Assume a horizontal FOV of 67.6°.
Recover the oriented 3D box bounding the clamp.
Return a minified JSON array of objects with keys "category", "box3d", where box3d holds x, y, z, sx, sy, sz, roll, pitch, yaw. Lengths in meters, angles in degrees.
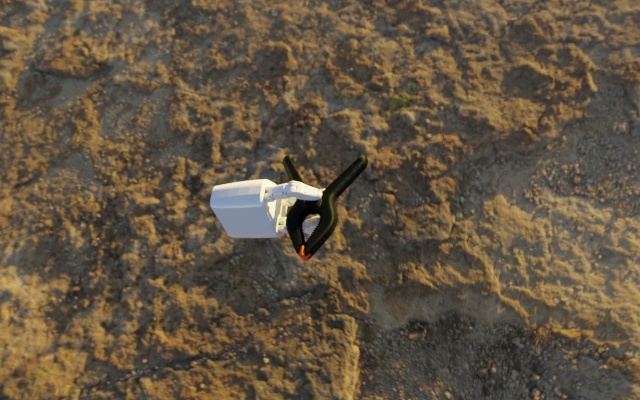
[{"category":"clamp","box3d":[0.000,0.003,0.841,0.164,0.210,0.036,-5,-28,19]}]
